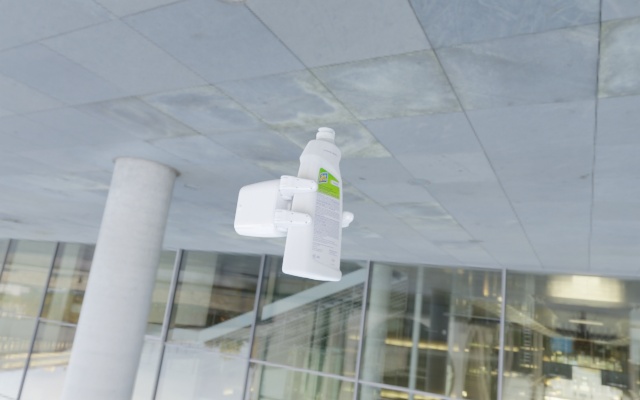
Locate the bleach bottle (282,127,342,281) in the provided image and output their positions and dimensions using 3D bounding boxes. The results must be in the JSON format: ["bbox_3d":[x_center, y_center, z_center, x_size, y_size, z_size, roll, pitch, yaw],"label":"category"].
[{"bbox_3d":[0.000,0.003,0.801,0.068,0.250,0.102,-4,-17,41],"label":"bleach bottle"}]
